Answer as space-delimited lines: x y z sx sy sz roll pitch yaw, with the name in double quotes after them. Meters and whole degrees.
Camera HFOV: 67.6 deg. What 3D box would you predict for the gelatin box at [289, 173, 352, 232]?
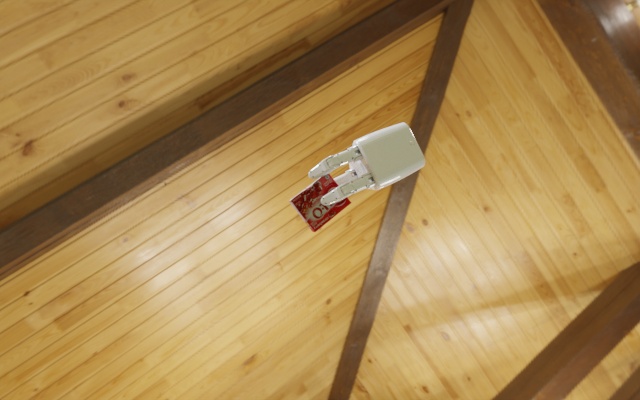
0.000 0.003 0.871 0.089 0.073 0.030 -38 4 -10 "gelatin box"
